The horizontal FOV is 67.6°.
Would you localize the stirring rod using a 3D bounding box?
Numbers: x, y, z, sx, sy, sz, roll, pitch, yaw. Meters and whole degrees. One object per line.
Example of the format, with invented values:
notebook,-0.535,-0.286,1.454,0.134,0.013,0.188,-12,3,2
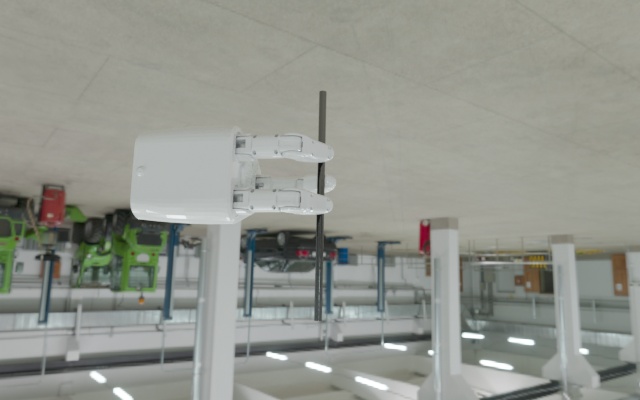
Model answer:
stirring rod,0.000,0.002,0.497,0.011,0.239,0.011,1,-9,0
